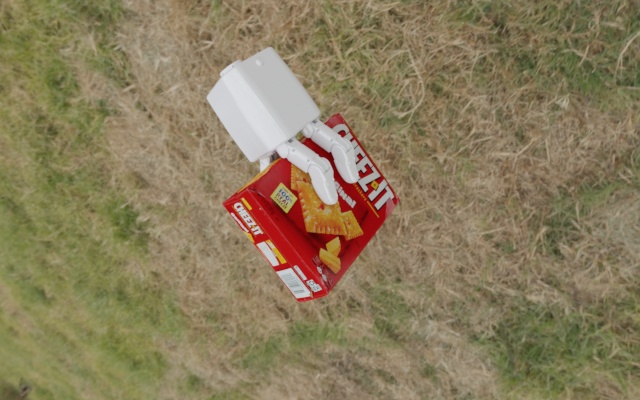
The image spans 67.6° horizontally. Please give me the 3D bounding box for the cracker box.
[{"bbox_3d":[0.000,0.002,0.642,0.072,0.164,0.213,-24,16,47],"label":"cracker box"}]
